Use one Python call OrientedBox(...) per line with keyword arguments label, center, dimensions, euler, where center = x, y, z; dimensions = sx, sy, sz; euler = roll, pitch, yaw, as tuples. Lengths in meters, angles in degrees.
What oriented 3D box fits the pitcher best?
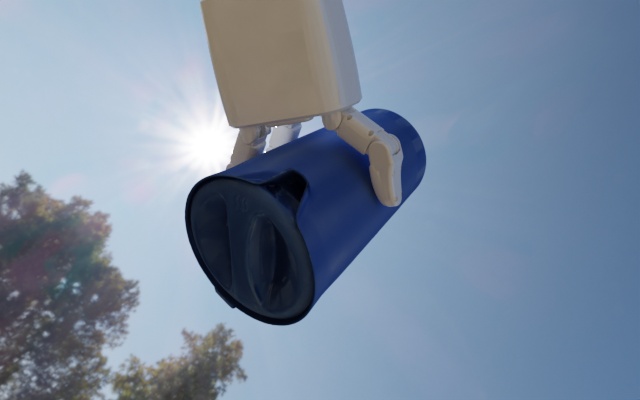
OrientedBox(label="pitcher", center=(0.000, 0.001, 0.458), dimensions=(0.149, 0.145, 0.242), euler=(1, 24, 37))
